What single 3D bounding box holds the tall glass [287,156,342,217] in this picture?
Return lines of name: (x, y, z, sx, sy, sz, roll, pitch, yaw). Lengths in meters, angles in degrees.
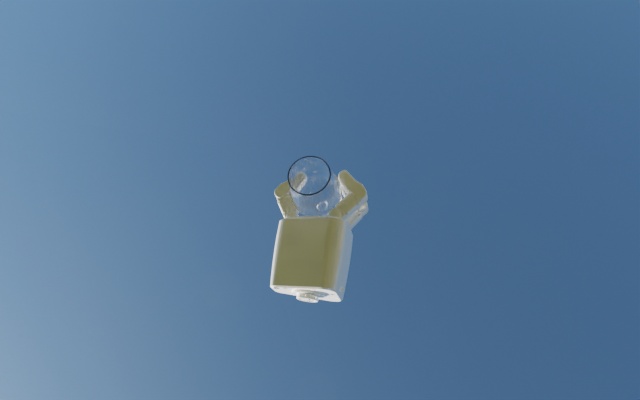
tall glass: (0.000, 0.003, 0.755, 0.079, 0.079, 0.201, 0, -23, 10)
